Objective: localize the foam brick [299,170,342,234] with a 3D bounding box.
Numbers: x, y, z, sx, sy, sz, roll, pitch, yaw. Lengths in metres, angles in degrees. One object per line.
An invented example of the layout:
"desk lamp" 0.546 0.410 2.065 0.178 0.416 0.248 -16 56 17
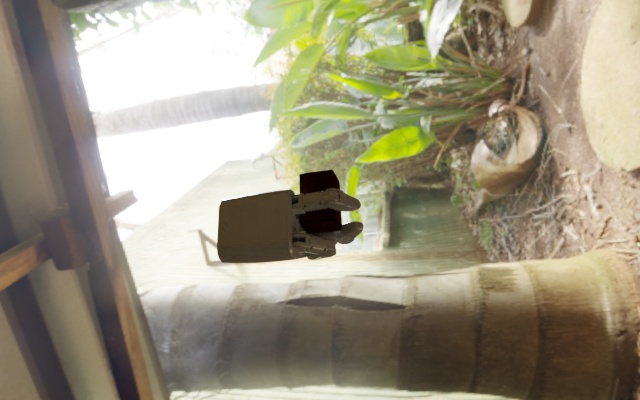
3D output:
"foam brick" 0.000 0.002 0.686 0.051 0.078 0.053 -7 -22 12
